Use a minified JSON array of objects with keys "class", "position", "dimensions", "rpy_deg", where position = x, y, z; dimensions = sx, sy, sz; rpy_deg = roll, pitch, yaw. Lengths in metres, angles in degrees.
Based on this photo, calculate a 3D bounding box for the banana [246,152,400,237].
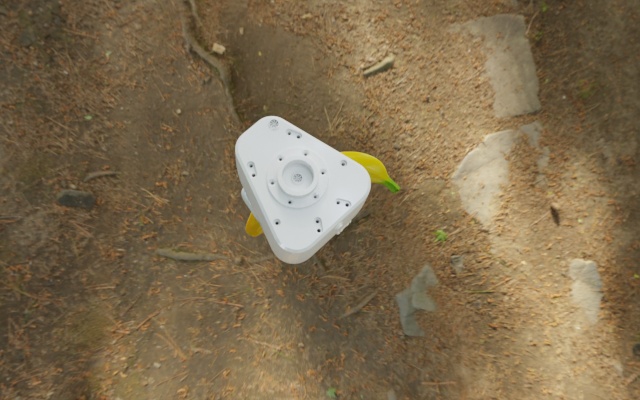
[{"class":"banana","position":[-0.002,-0.017,0.577],"dimensions":[0.198,0.069,0.037],"rpy_deg":[-17,-7,-8]}]
